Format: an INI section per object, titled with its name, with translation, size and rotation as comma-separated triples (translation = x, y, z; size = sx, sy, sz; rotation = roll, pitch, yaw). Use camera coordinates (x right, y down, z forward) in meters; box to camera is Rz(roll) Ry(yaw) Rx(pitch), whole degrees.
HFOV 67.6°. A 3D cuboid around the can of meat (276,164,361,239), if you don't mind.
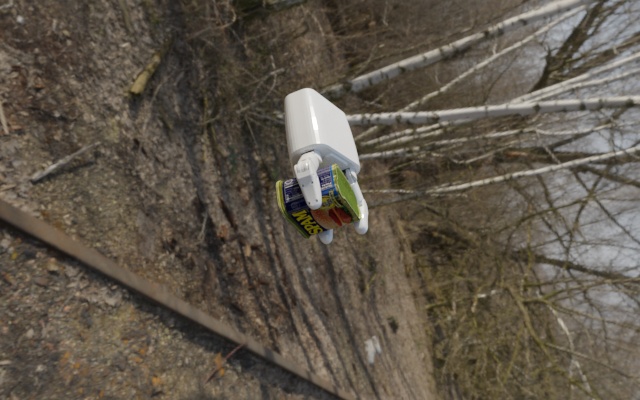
[can of meat]
translation = 0.000, 0.002, 0.648
size = 0.084, 0.057, 0.102
rotation = -18, -34, 14
